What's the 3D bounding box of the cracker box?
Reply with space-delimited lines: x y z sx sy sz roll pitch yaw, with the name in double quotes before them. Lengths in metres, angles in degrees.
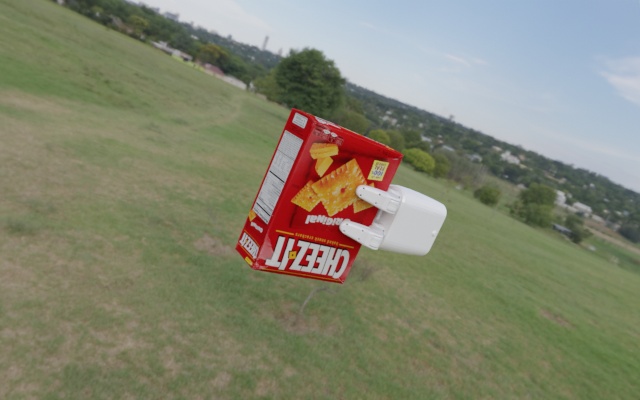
"cracker box" 0.000 0.002 0.668 0.164 0.214 0.072 16 13 -36
